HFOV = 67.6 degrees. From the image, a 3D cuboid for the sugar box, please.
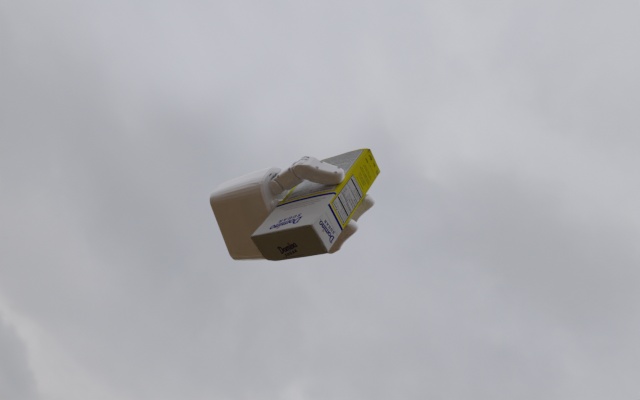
[{"bbox_3d":[0.000,0.002,0.586,0.093,0.048,0.176,-13,28,36],"label":"sugar box"}]
